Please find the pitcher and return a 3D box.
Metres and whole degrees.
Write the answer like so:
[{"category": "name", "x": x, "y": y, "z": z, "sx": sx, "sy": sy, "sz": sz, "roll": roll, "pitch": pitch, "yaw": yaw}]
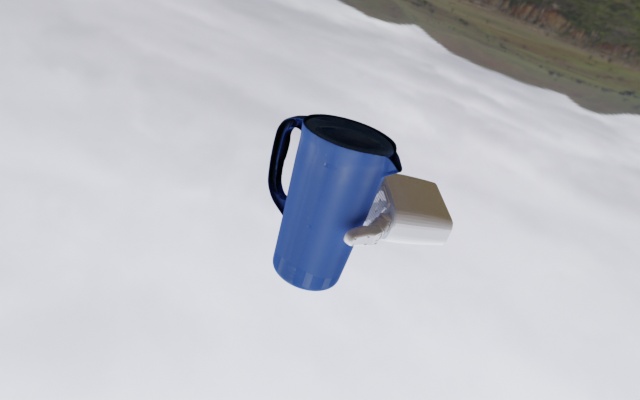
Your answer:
[{"category": "pitcher", "x": 0.000, "y": 0.002, "z": 0.694, "sx": 0.145, "sy": 0.243, "sz": 0.149, "roll": 6, "pitch": 28, "yaw": -23}]
